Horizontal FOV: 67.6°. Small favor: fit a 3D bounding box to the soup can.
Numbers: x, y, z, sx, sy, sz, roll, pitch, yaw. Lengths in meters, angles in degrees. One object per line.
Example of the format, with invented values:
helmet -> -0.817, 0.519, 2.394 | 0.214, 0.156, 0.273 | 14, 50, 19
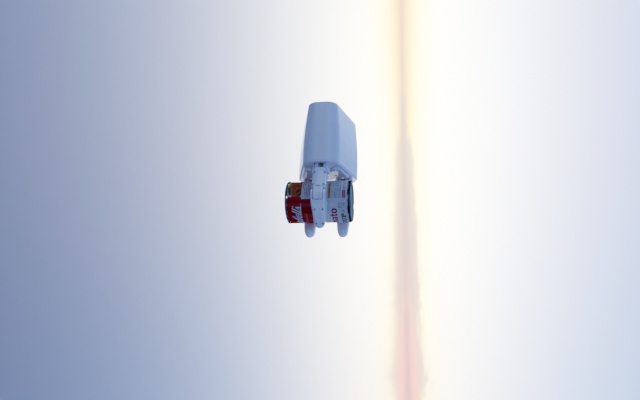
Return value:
soup can -> 0.000, 0.003, 0.758 | 0.102, 0.068, 0.068 | -1, 0, 10
